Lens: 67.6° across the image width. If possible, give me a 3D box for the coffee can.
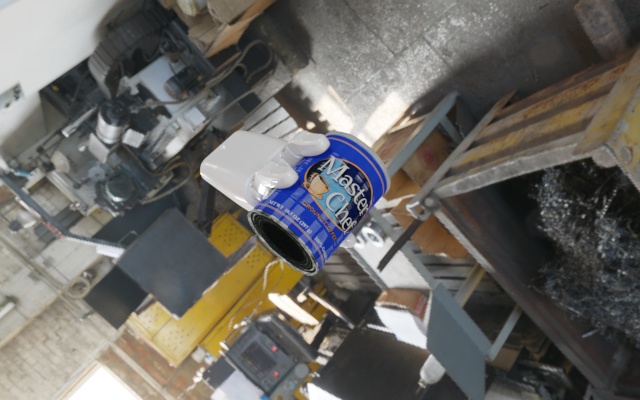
[{"bbox_3d":[0.000,0.002,0.558,0.140,0.103,0.103,-47,23,-23],"label":"coffee can"}]
